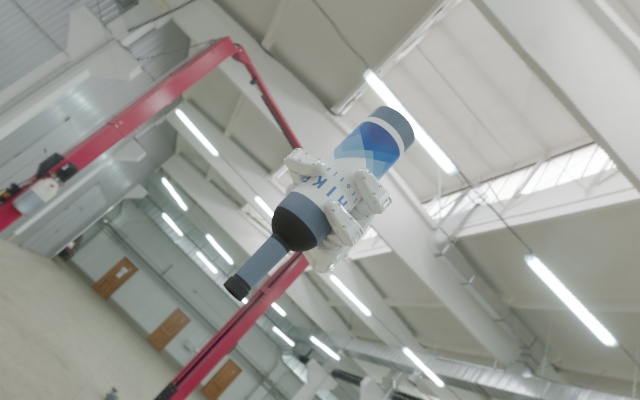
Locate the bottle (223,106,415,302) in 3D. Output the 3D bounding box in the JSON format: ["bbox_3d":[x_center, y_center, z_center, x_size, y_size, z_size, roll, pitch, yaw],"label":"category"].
[{"bbox_3d":[0.000,0.002,0.567,0.295,0.069,0.069,-46,21,-22],"label":"bottle"}]
